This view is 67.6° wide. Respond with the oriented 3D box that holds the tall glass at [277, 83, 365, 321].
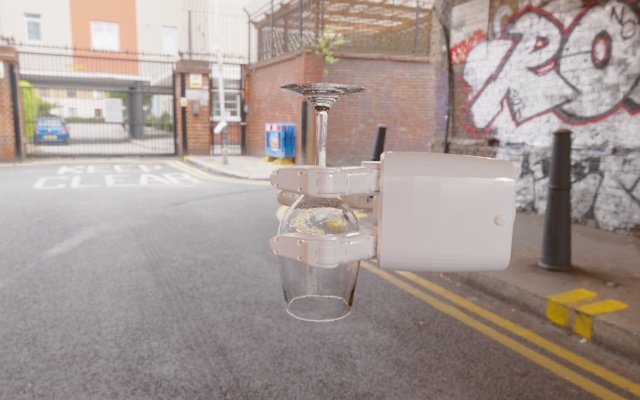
[{"bbox_3d":[0.000,0.001,0.426,0.079,0.201,0.079,1,9,0],"label":"tall glass"}]
